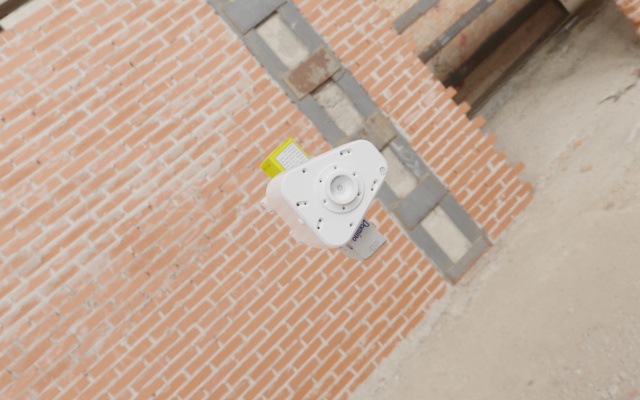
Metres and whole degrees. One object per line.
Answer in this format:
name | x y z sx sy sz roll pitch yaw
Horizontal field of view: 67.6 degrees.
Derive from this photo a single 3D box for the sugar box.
sugar box | 0.000 0.002 0.619 0.048 0.176 0.093 -42 6 -11
